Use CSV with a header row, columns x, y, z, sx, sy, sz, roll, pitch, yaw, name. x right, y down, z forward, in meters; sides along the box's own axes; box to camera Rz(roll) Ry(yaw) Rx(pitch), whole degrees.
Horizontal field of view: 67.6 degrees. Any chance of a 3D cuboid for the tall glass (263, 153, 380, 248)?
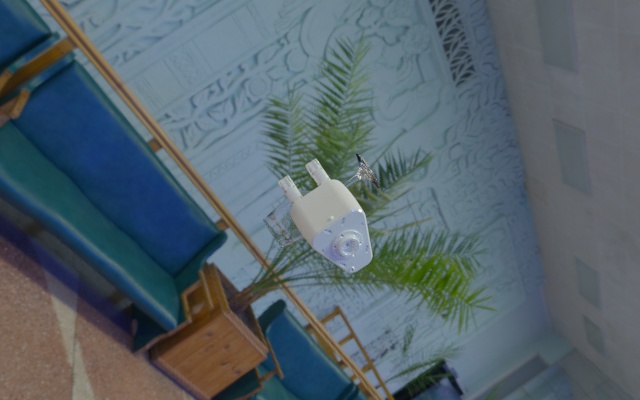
x,y,z,sx,sy,sz,roll,pitch,yaw,name
0.001,0.002,0.834,0.201,0.079,0.079,-34,1,-2,tall glass
